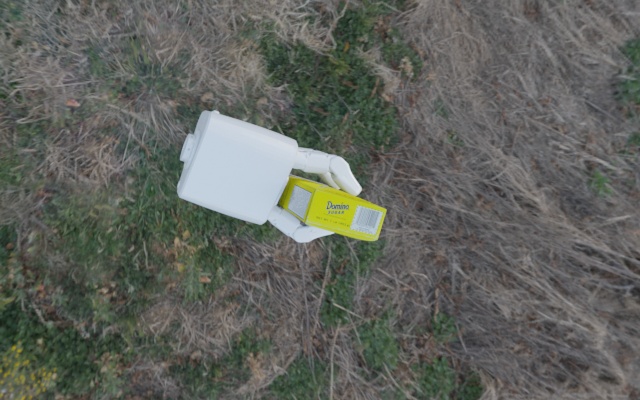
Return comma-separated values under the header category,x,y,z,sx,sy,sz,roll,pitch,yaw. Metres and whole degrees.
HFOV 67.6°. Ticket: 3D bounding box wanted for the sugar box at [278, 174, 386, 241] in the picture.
category,x,y,z,sx,sy,sz,roll,pitch,yaw
sugar box,0.000,0.001,0.600,0.093,0.048,0.176,16,7,-23
